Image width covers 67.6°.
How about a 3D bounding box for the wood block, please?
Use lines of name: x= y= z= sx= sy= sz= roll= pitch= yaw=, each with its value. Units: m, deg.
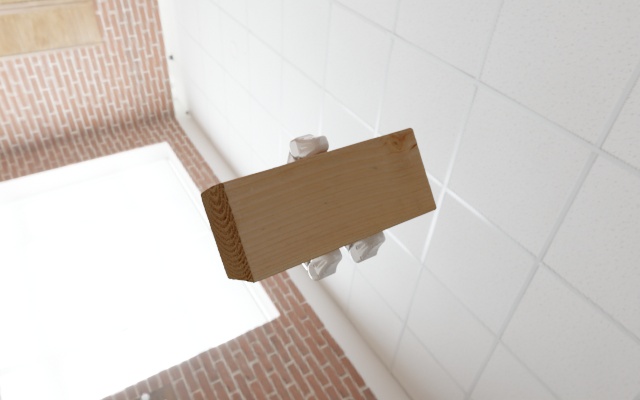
wood block: x=0.000 y=0.001 z=0.477 sx=0.206 sy=0.091 sz=0.090 roll=-19 pitch=3 yaw=-27
